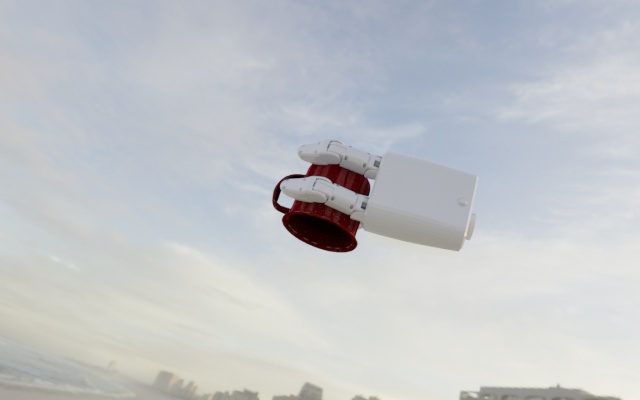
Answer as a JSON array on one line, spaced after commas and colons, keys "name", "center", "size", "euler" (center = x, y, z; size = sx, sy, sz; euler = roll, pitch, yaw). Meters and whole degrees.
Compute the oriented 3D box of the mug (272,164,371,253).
[{"name": "mug", "center": [-0.001, 0.001, 0.573], "size": [0.117, 0.081, 0.093], "euler": [16, -27, 12]}]
